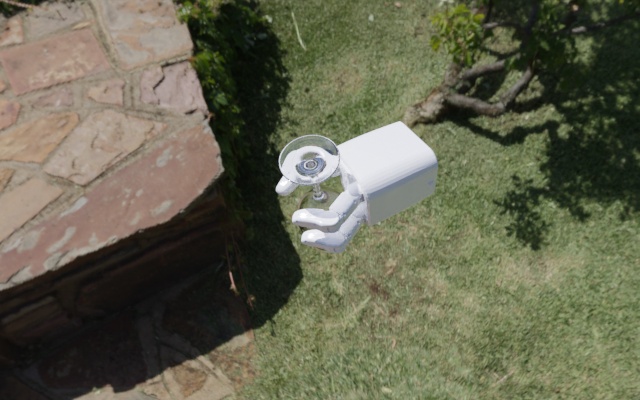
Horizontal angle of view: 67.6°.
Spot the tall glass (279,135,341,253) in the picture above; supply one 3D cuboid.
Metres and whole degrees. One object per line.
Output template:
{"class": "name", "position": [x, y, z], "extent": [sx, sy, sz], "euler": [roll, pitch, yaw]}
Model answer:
{"class": "tall glass", "position": [0.000, 0.002, 0.652], "extent": [0.079, 0.079, 0.201], "euler": [0, -31, 9]}
